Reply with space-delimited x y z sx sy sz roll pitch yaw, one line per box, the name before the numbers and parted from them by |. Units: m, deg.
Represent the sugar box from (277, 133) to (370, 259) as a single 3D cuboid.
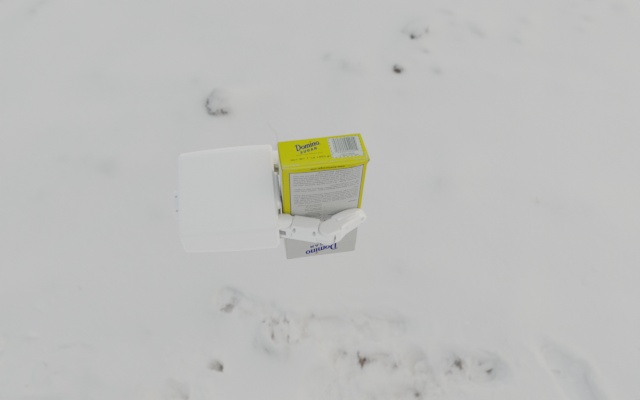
sugar box | 0.000 0.001 0.560 0.093 0.048 0.176 -6 -35 -8
